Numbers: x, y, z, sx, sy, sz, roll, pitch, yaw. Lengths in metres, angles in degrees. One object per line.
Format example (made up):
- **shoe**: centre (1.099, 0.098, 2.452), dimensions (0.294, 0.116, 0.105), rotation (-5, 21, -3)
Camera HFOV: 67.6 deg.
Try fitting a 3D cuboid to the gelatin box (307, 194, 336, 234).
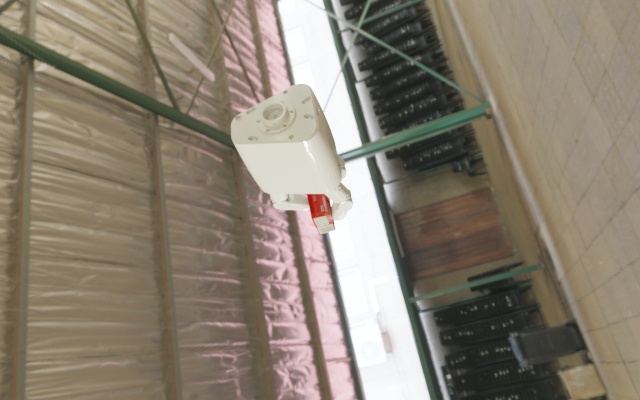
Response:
- **gelatin box**: centre (0.000, 0.003, 0.712), dimensions (0.030, 0.073, 0.089), rotation (-12, -20, 4)
